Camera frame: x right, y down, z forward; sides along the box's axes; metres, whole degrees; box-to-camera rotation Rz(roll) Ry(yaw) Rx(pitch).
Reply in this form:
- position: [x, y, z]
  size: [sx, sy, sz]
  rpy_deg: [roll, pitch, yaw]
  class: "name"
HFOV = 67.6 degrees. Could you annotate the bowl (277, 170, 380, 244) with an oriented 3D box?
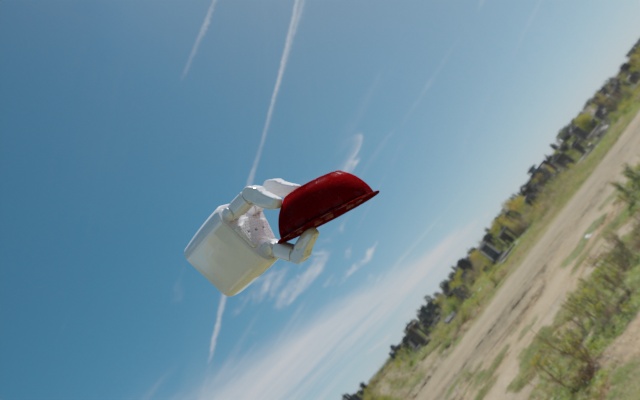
- position: [0.001, 0.001, 0.676]
  size: [0.162, 0.055, 0.162]
  rpy_deg: [-26, -5, -3]
  class: "bowl"
